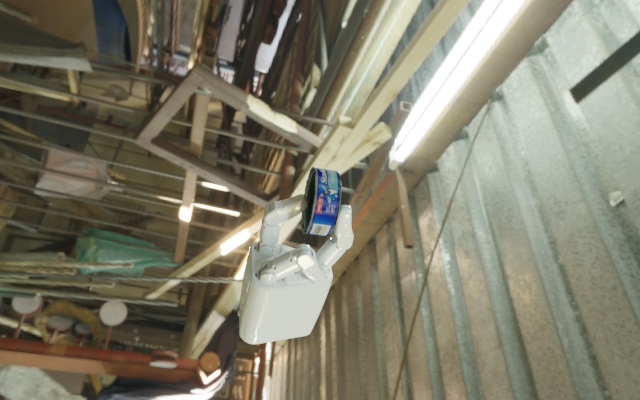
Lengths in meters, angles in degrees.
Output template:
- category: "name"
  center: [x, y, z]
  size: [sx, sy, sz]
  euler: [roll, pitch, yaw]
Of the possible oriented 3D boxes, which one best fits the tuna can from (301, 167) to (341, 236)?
- category: "tuna can"
  center: [0.001, 0.002, 0.607]
  size: [0.034, 0.086, 0.086]
  euler: [8, -2, -10]
